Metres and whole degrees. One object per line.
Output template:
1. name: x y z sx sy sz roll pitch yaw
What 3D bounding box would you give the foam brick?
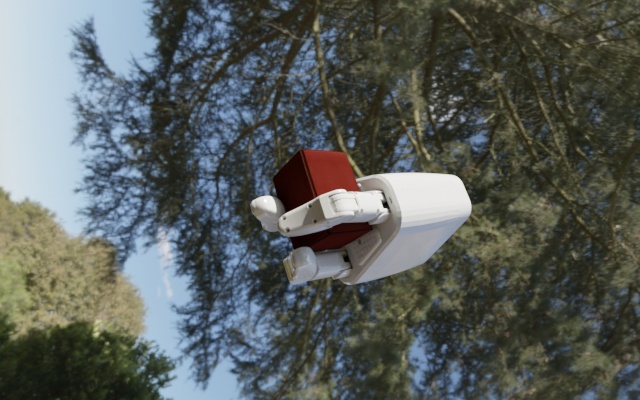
1. foam brick: 0.000 0.001 0.420 0.051 0.078 0.053 -5 -21 -38
